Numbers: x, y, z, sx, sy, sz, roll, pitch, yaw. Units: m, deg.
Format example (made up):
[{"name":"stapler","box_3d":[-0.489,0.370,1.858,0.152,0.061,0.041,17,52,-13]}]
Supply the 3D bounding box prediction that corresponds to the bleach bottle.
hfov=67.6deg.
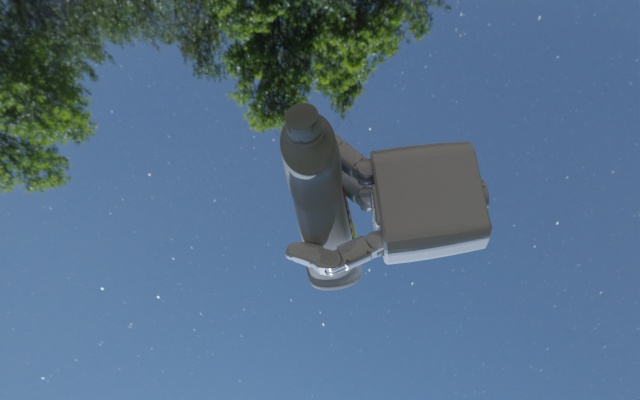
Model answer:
[{"name":"bleach bottle","box_3d":[0.000,0.002,0.496,0.068,0.102,0.251,-9,-32,2]}]
